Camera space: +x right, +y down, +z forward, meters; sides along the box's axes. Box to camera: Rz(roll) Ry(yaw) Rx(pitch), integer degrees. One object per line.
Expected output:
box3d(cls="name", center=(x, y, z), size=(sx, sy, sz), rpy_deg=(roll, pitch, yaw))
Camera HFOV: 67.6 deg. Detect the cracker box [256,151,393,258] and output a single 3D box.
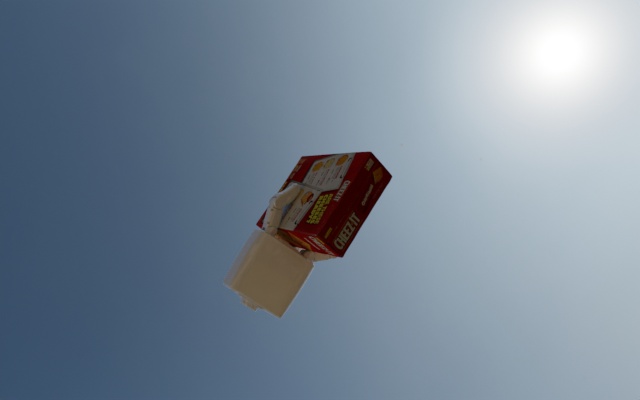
box3d(cls="cracker box", center=(0.000, 0.003, 0.820), size=(0.072, 0.164, 0.213), rpy_deg=(42, -19, -27))
